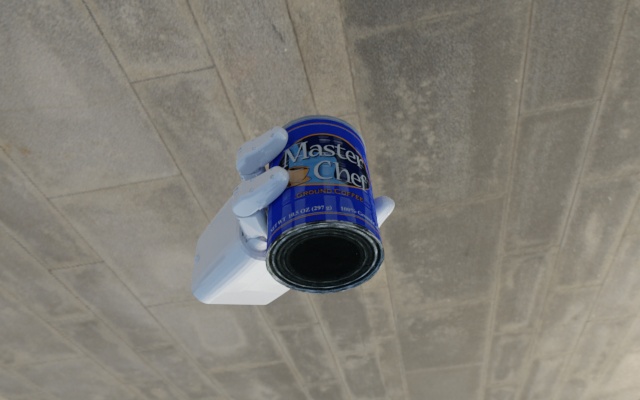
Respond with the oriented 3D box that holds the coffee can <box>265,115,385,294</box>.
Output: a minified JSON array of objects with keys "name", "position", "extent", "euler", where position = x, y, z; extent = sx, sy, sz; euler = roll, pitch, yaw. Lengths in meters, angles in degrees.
[{"name":"coffee can","position":[0.000,0.001,0.455],"extent":[0.103,0.140,0.103],"euler":[-2,-43,-2]}]
